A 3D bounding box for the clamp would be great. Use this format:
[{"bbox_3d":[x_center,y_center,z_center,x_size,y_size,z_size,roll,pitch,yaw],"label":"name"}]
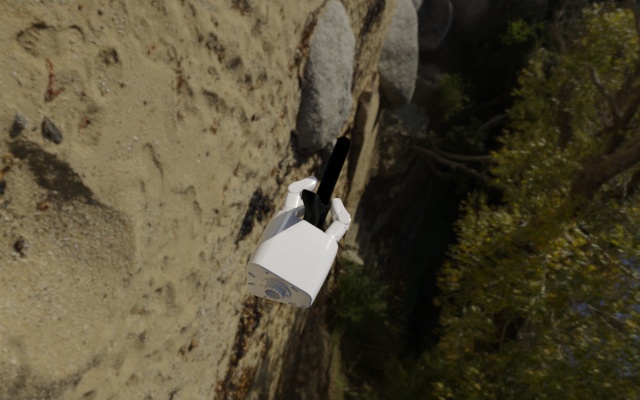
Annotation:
[{"bbox_3d":[0.001,0.003,0.803,0.036,0.164,0.210,24,-39,10],"label":"clamp"}]
